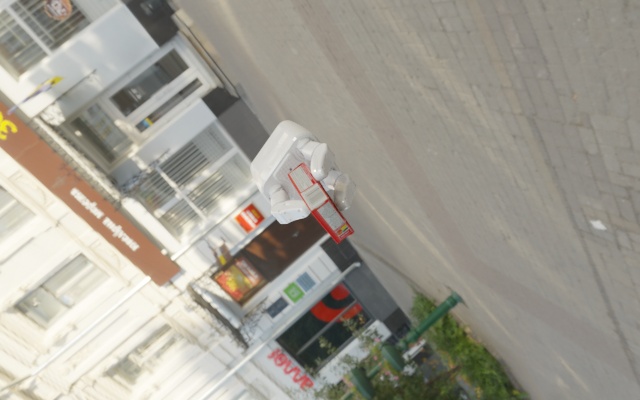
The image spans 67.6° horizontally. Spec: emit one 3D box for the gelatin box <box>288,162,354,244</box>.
[{"bbox_3d":[0.000,0.002,0.607,0.030,0.073,0.089,-36,42,2],"label":"gelatin box"}]
